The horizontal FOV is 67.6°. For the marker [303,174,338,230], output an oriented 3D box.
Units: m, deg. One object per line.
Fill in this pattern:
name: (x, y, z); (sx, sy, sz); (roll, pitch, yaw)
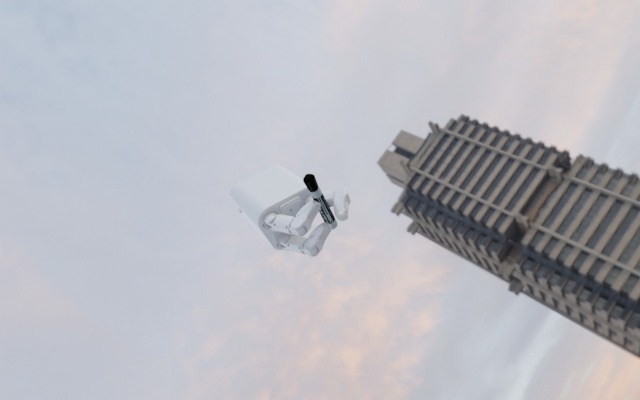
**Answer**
marker: (0.000, 0.002, 0.737); (0.020, 0.020, 0.121); (0, -39, 25)
